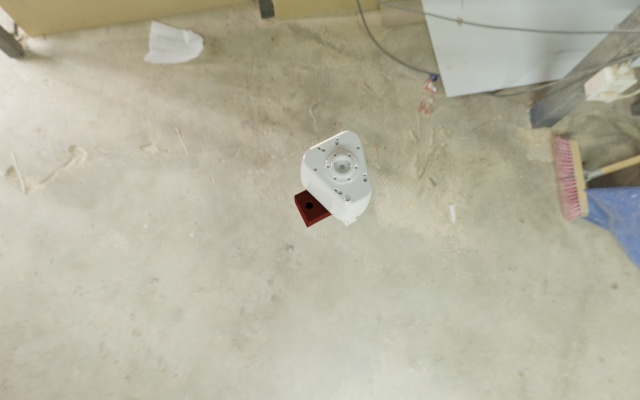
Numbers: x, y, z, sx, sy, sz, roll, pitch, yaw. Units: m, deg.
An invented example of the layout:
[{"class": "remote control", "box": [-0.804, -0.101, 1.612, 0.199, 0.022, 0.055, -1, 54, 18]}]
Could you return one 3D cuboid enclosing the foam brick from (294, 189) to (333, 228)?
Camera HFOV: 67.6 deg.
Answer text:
[{"class": "foam brick", "box": [0.000, 0.003, 0.806, 0.078, 0.053, 0.051, -27, -10, -7]}]
